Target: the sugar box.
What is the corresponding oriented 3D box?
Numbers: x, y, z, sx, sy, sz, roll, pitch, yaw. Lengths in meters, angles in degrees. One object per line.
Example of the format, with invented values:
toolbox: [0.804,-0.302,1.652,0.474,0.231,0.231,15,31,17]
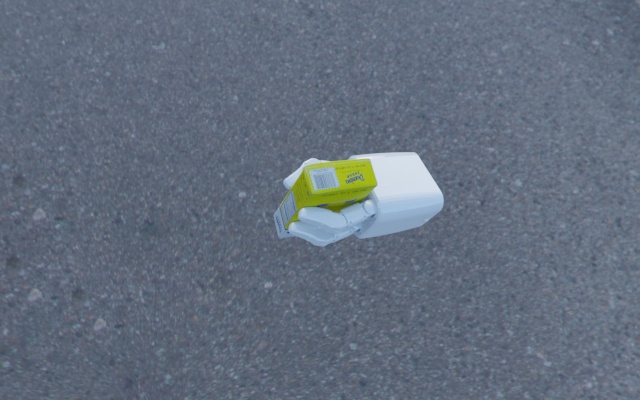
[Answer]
sugar box: [0.000,0.003,0.662,0.093,0.048,0.176,-8,-22,-21]
